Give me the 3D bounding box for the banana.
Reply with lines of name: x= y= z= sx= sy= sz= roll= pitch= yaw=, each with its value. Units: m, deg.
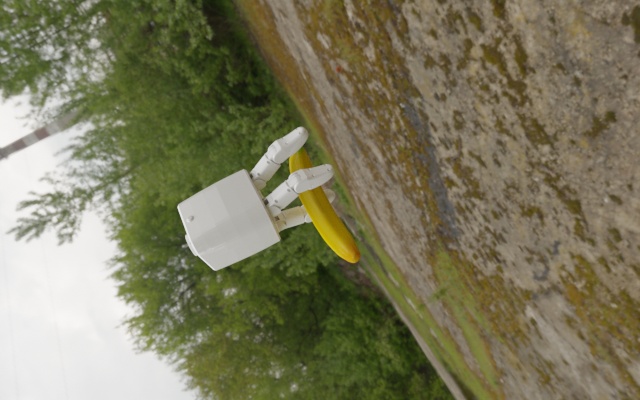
banana: x=-0.002 y=0.005 z=0.664 sx=0.037 sy=0.197 sz=0.070 roll=-25 pitch=-16 yaw=-9
